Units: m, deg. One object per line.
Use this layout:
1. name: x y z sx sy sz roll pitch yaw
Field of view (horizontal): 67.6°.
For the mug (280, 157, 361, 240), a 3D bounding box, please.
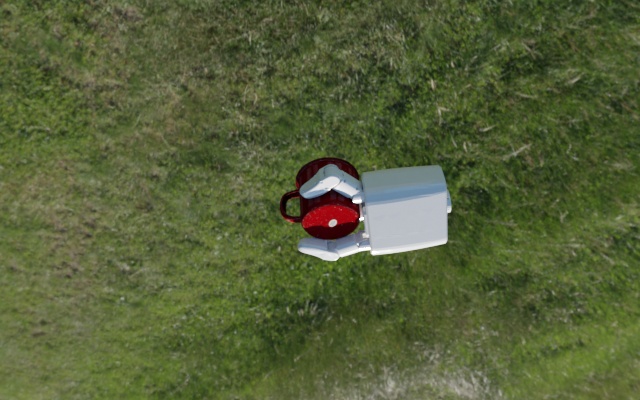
1. mug: -0.001 0.002 0.668 0.117 0.081 0.093 -8 -42 4
